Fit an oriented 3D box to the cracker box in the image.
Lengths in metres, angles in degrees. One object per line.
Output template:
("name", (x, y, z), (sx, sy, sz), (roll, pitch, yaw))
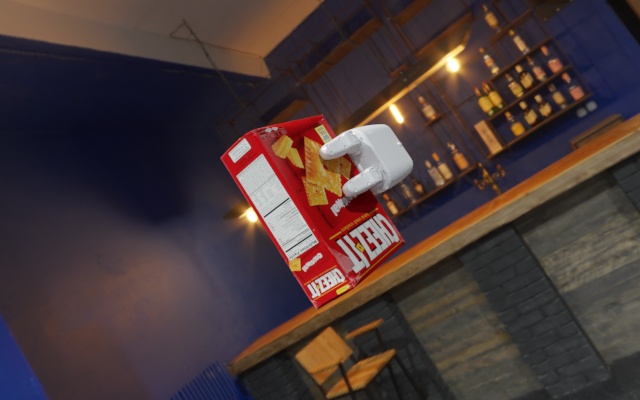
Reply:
("cracker box", (0.000, 0.002, 0.603), (0.072, 0.213, 0.164), (-36, -6, 33))
